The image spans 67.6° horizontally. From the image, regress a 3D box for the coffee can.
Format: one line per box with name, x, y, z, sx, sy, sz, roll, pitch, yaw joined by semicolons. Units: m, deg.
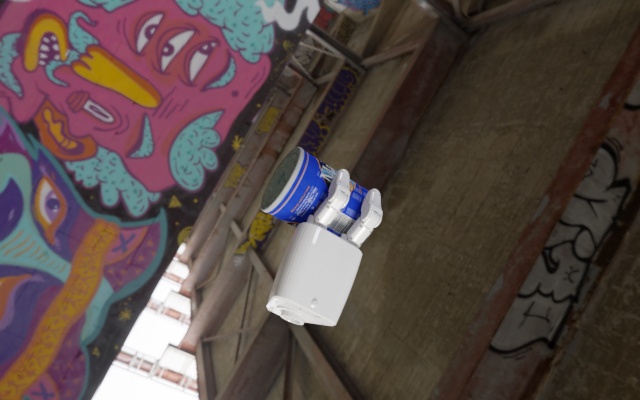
coffee can;0.000;0.002;0.687;0.140;0.103;0.103;30;-11;-19
